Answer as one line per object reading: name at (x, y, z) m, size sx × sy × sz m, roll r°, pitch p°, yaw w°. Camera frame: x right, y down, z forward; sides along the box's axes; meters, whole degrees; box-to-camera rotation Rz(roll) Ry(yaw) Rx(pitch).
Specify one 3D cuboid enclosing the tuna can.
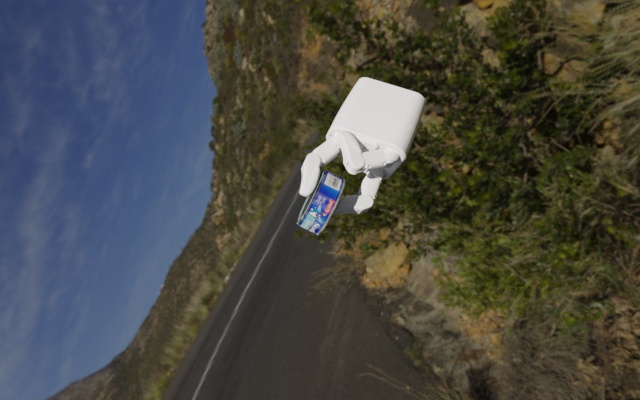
tuna can at (0.000, 0.002, 0.656) m, size 0.034 × 0.086 × 0.086 m, roll 26°, pitch -3°, yaw -6°
